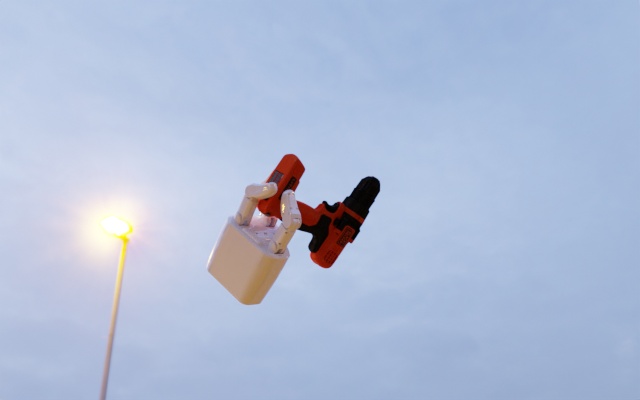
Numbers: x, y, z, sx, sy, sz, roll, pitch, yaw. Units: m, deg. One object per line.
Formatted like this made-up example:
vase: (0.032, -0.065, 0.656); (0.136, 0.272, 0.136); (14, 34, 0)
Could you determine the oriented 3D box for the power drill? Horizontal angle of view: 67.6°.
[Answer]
power drill: (0.000, 0.003, 0.799); (0.188, 0.184, 0.057); (36, -5, -30)
